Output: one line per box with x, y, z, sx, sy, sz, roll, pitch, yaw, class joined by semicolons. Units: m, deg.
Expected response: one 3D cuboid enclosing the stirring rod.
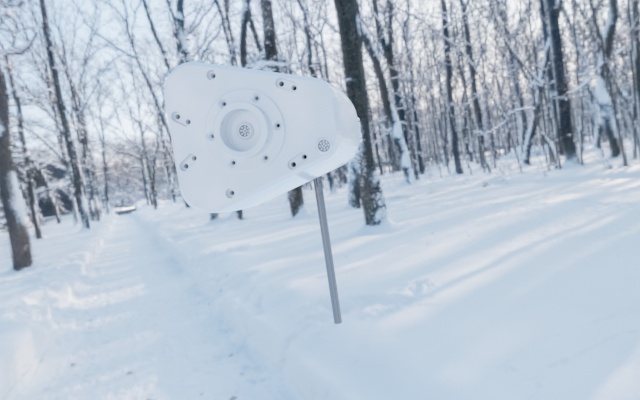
0.000;0.002;0.461;0.011;0.239;0.011;-8;4;1;stirring rod
